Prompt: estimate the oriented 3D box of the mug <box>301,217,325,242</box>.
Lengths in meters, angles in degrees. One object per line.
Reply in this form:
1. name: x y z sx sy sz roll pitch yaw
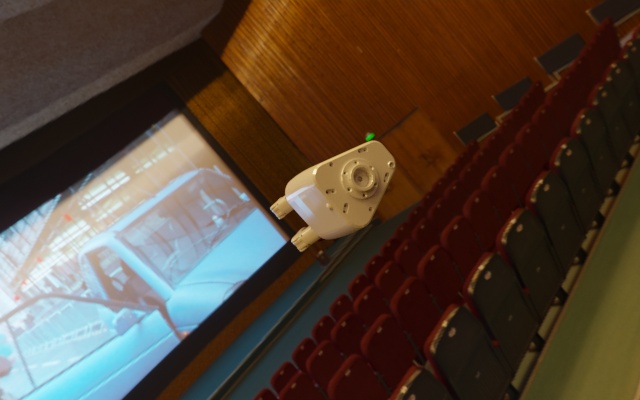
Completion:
1. mug: -0.001 0.002 0.719 0.093 0.081 0.117 -44 7 -23
